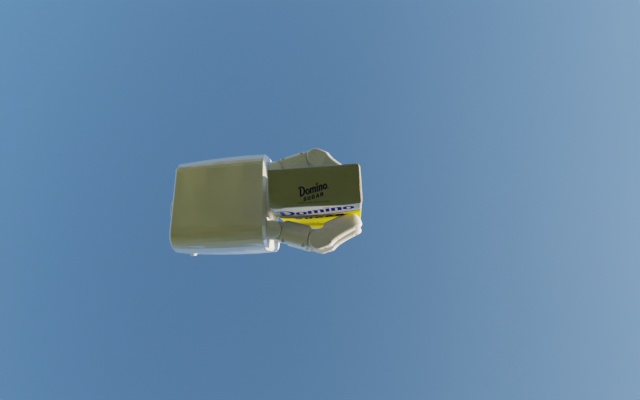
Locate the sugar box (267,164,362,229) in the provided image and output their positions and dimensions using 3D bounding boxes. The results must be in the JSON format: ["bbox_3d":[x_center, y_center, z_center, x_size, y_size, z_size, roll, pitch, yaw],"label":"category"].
[{"bbox_3d":[0.000,0.002,0.543,0.093,0.048,0.176,-4,-8,4],"label":"sugar box"}]
